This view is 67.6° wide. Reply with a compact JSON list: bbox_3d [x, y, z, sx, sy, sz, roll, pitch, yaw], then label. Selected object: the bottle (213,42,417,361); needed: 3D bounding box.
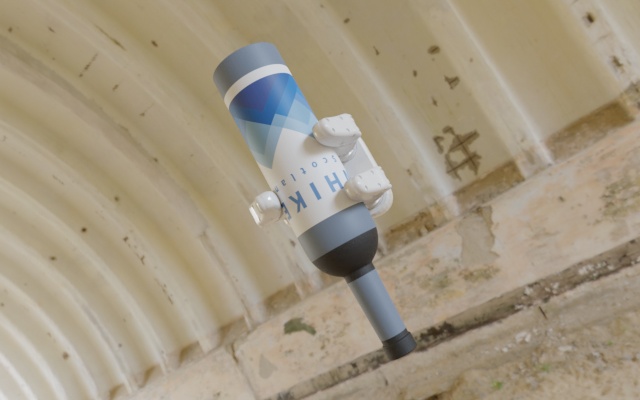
[{"bbox_3d":[0.000,0.001,0.425,0.069,0.295,0.069,-28,-8,-4],"label":"bottle"}]
